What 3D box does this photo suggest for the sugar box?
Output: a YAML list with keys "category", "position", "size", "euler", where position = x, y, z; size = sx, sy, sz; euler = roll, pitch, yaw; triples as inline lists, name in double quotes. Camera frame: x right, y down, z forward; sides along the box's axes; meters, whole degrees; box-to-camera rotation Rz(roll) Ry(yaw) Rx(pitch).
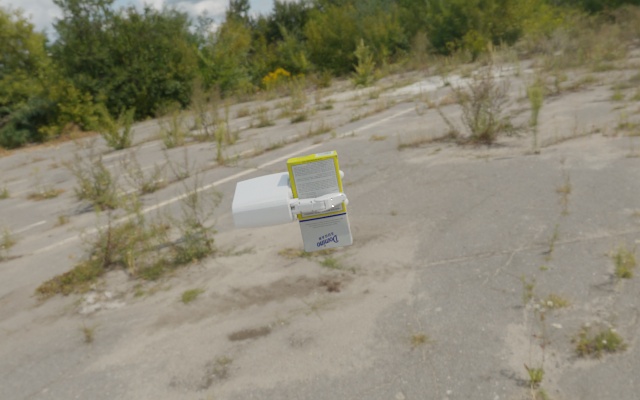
- category: "sugar box"
  position: [0.000, 0.003, 0.893]
  size: [0.093, 0.176, 0.048]
  euler: [-9, 17, 5]
